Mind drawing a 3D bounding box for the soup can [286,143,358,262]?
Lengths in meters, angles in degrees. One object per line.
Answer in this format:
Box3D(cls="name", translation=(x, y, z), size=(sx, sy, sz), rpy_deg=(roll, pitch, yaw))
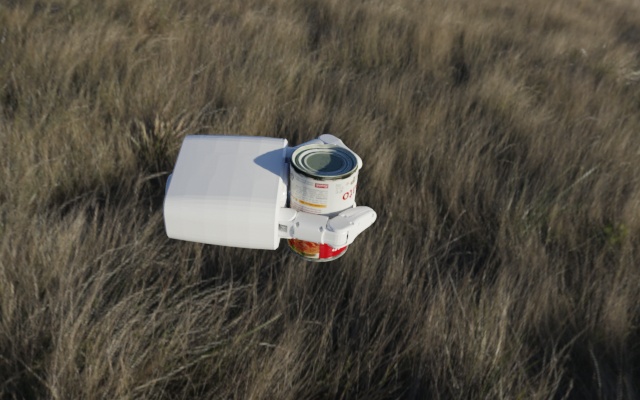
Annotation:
Box3D(cls="soup can", translation=(0.001, 0.001, 0.484), size=(0.068, 0.102, 0.068), rpy_deg=(3, 35, -2))
